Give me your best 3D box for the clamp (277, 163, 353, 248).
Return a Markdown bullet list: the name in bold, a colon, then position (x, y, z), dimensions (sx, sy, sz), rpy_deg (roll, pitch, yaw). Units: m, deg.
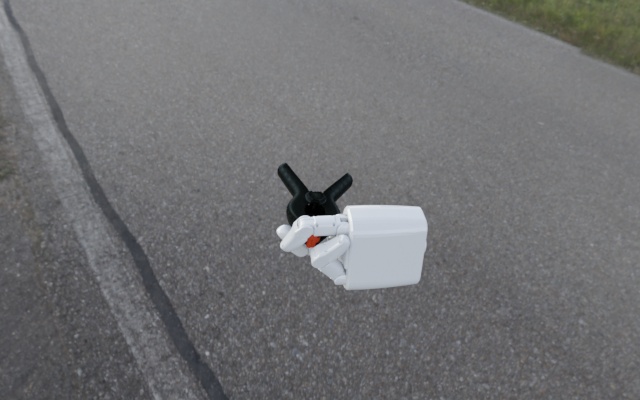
- **clamp**: position (0.000, 0.002, 0.712), dimensions (0.120, 0.039, 0.171), rpy_deg (-1, 42, -9)
